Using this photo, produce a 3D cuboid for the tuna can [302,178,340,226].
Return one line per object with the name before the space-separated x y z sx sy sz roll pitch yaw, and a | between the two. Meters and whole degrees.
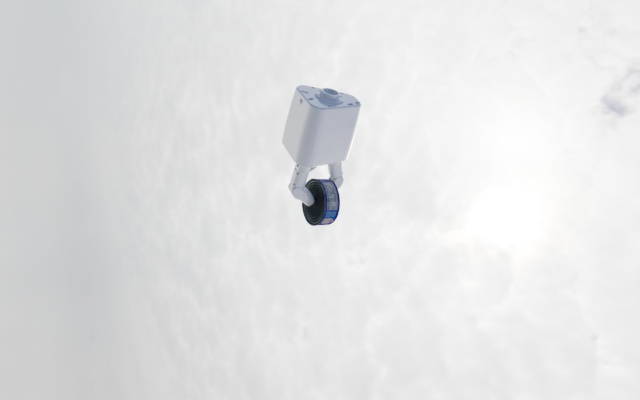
tuna can | 0.001 0.003 0.862 0.034 0.086 0.086 -1 0 -30
